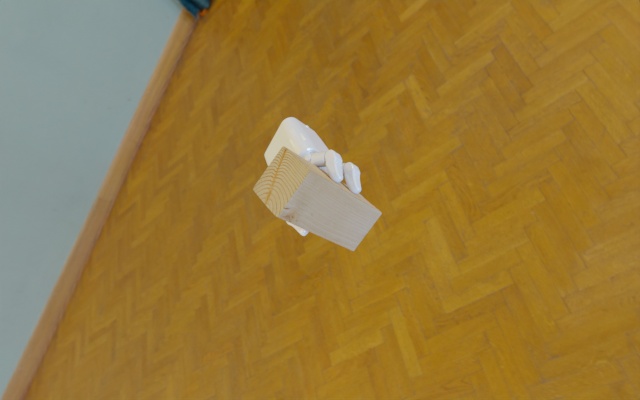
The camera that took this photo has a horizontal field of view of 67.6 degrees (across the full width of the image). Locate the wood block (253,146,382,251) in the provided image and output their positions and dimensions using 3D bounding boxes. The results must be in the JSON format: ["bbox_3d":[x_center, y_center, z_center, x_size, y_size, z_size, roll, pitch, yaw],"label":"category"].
[{"bbox_3d":[0.000,0.003,0.816,0.206,0.091,0.090,28,12,-46],"label":"wood block"}]
